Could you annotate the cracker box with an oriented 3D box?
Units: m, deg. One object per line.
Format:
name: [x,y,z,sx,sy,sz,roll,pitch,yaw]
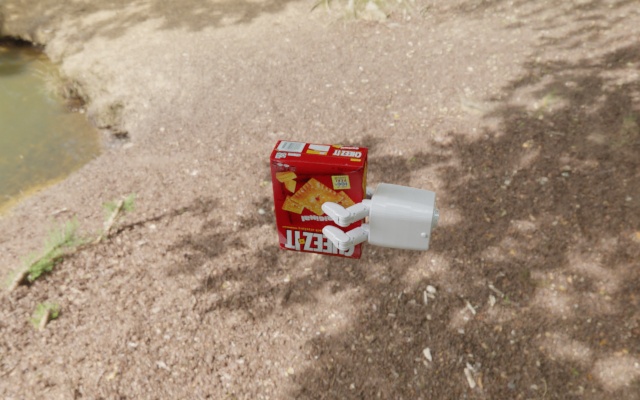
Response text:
cracker box: [0.000,0.003,0.872,0.164,0.214,0.072,6,38,11]
